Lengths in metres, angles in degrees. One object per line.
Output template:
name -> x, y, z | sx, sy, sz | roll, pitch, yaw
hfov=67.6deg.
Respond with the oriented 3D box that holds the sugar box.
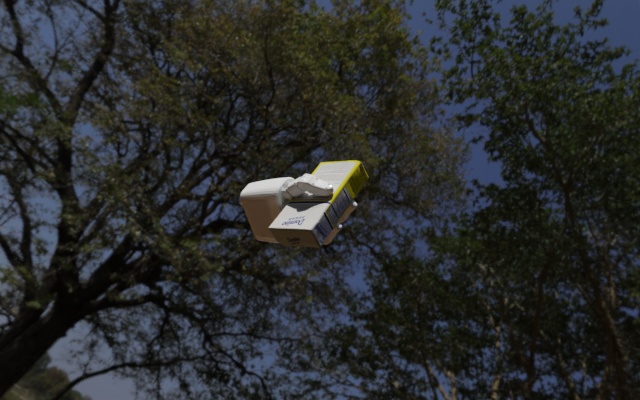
sugar box -> 0.000, 0.003, 0.798 | 0.093, 0.048, 0.176 | 0, 43, 40
